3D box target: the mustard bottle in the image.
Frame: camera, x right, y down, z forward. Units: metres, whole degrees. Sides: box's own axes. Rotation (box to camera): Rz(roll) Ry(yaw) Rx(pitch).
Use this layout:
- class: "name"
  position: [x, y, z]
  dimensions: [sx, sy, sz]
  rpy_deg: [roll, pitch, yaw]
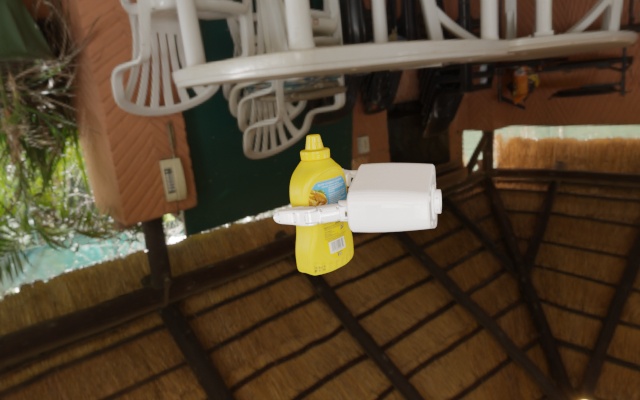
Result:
- class: "mustard bottle"
  position: [0.000, 0.002, 0.682]
  dimensions: [0.058, 0.192, 0.096]
  rpy_deg: [8, 19, 44]
